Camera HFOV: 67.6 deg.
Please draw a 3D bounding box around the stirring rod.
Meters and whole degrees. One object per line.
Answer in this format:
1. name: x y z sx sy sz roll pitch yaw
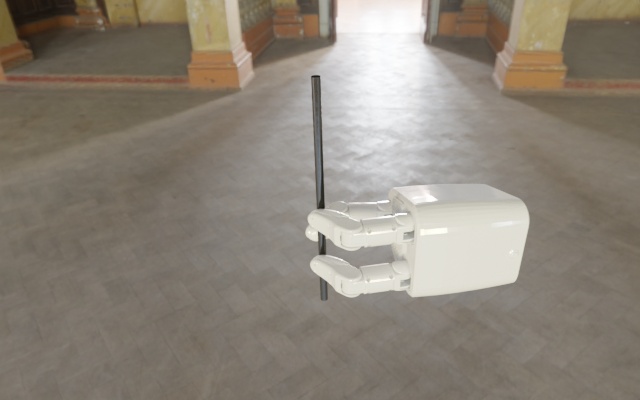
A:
1. stirring rod: 0.000 0.002 0.455 0.011 0.240 0.011 -2 30 1
